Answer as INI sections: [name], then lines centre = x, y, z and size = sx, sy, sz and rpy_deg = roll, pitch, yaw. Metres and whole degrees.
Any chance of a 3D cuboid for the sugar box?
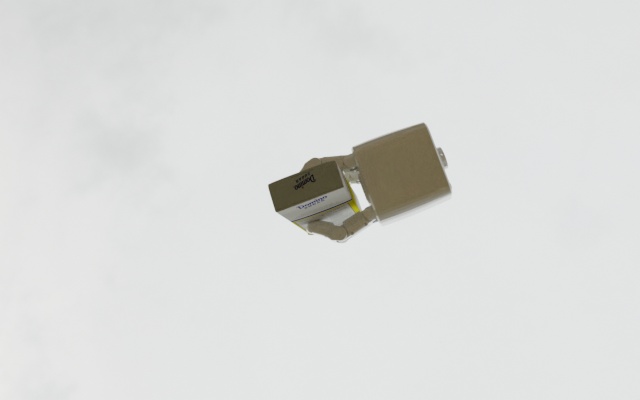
[sugar box]
centre = 0.000, 0.002, 0.664
size = 0.093, 0.048, 0.176
rpy_deg = -20, -20, 7
